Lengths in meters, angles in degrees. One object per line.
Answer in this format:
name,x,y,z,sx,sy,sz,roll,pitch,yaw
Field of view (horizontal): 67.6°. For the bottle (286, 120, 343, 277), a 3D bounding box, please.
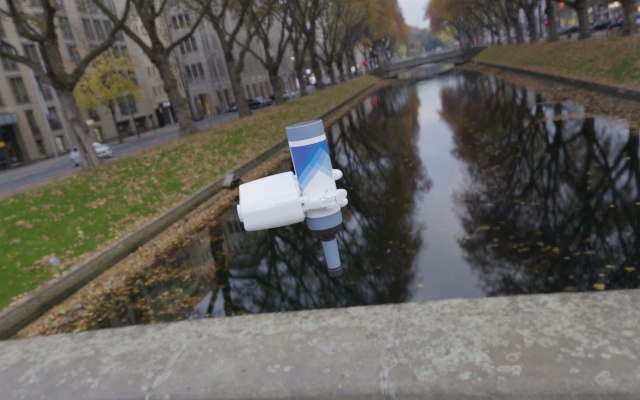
bottle,0.000,0.003,0.886,0.069,0.296,0.069,-11,15,3
